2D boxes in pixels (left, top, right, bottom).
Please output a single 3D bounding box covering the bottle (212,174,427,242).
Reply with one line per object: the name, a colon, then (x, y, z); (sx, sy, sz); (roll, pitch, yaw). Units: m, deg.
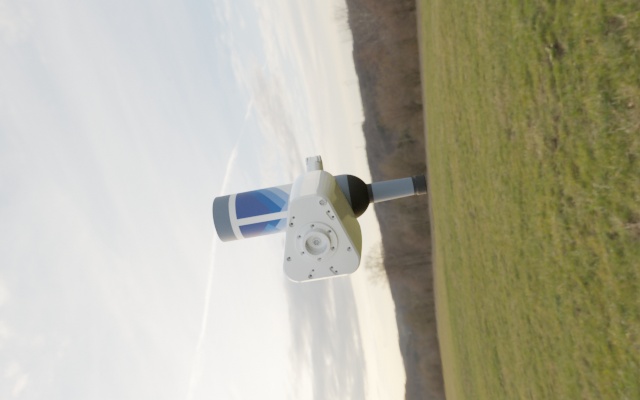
bottle: (0.000, 0.002, 0.673); (0.296, 0.069, 0.069); (-10, -1, 5)
